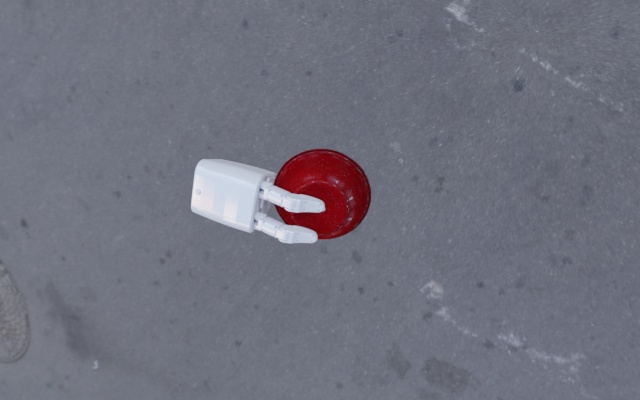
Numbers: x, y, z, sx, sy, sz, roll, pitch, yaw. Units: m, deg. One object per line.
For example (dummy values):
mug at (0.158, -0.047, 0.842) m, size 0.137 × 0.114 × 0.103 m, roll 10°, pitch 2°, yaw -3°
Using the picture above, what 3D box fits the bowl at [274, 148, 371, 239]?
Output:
bowl at (0.001, 0.003, 0.757) m, size 0.162 × 0.162 × 0.055 m, roll 0°, pitch 24°, yaw 4°
